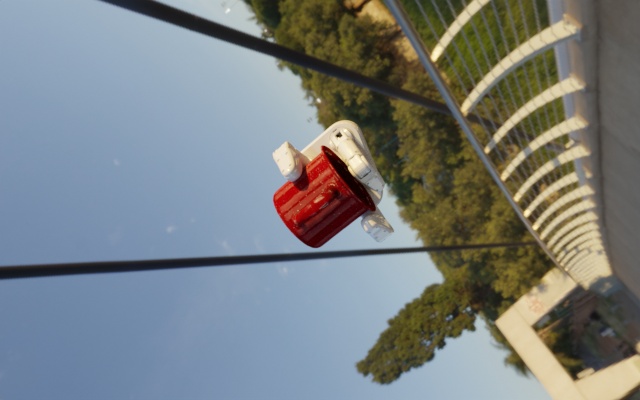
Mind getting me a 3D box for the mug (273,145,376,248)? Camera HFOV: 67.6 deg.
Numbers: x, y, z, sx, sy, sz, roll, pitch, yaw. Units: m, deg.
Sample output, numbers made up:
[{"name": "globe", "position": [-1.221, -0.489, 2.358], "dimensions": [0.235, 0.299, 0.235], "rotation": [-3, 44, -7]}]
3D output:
[{"name": "mug", "position": [0.000, 0.002, 0.522], "dimensions": [0.081, 0.093, 0.117], "rotation": [-39, 4, 13]}]
